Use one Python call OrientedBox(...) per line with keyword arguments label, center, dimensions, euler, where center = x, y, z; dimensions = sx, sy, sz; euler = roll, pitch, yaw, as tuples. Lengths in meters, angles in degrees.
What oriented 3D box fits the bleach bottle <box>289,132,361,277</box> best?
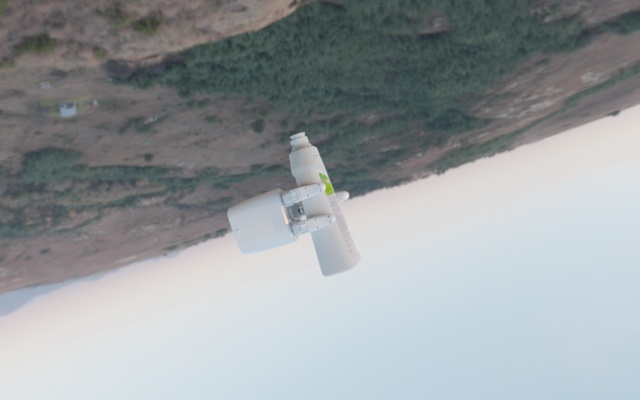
OrientedBox(label="bleach bottle", center=(0.000, 0.003, 0.851), dimensions=(0.068, 0.251, 0.102), euler=(-18, 1, 13))
